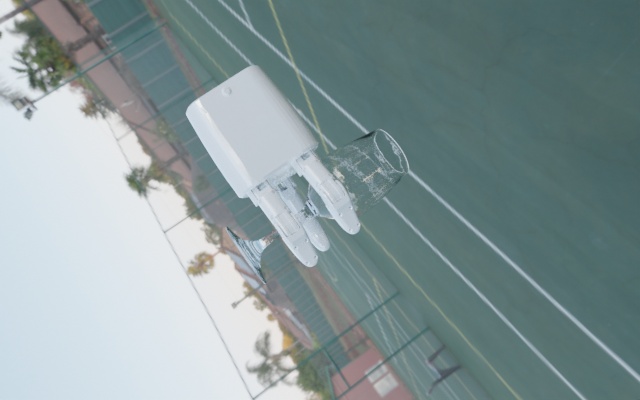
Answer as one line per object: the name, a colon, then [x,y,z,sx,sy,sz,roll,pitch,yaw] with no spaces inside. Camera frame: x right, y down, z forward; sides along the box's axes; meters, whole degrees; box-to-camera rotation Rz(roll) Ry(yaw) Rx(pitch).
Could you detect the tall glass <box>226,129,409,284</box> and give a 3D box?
tall glass: [0.000,0.002,0.524,0.201,0.079,0.079,-35,6,-8]
